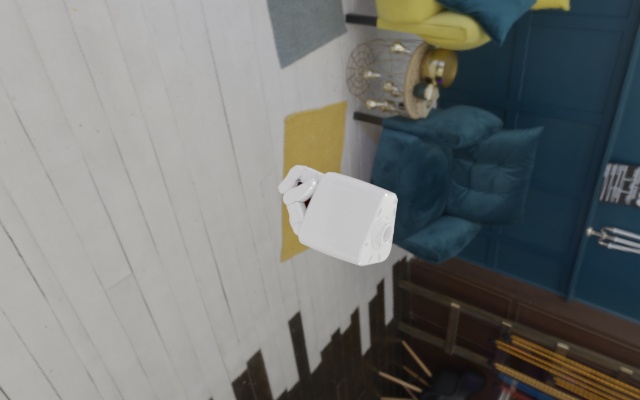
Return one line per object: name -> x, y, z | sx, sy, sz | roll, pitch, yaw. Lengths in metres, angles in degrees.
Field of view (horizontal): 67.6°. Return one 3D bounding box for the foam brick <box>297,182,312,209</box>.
foam brick -> 0.000, 0.002, 0.760 | 0.051, 0.053, 0.078 | 19, 11, 33
